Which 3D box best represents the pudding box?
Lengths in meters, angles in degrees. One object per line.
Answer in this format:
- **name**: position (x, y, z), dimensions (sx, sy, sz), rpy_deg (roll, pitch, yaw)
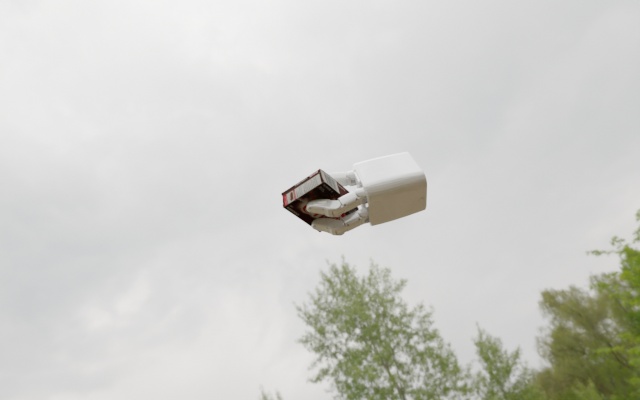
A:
- **pudding box**: position (0.000, 0.003, 0.843), dimensions (0.090, 0.039, 0.113), rpy_deg (-32, -45, 21)
